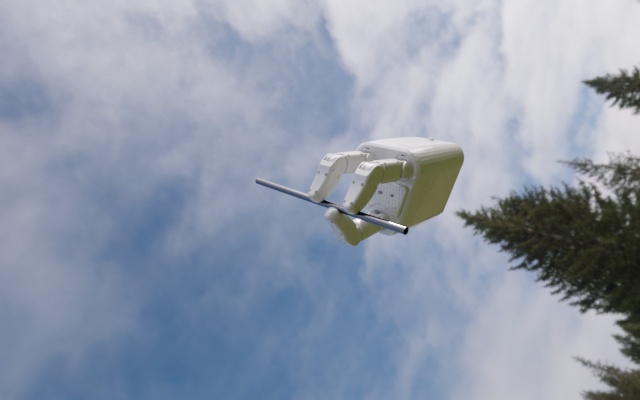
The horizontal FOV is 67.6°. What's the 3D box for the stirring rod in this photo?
[{"bbox_3d":[0.000,0.002,0.542,0.011,0.011,0.239,0,13,-45],"label":"stirring rod"}]
